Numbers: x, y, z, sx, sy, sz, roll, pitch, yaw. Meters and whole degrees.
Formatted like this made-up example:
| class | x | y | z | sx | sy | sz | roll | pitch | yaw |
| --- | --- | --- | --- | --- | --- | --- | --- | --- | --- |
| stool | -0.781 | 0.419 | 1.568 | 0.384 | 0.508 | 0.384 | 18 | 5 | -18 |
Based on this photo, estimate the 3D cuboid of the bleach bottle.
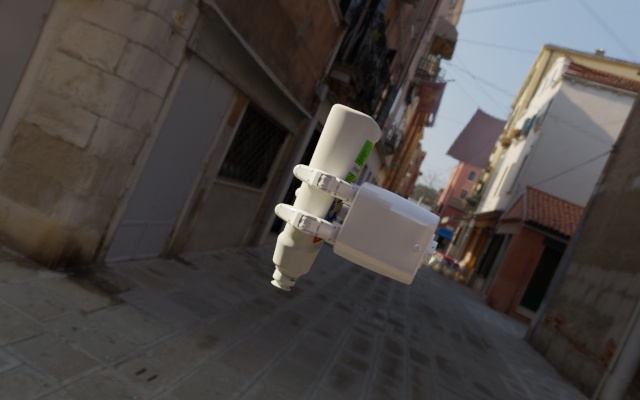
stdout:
| class | x | y | z | sx | sy | sz | roll | pitch | yaw |
| --- | --- | --- | --- | --- | --- | --- | --- | --- | --- |
| bleach bottle | 0.000 | 0.002 | 0.649 | 0.068 | 0.251 | 0.102 | 25 | 2 | 14 |
